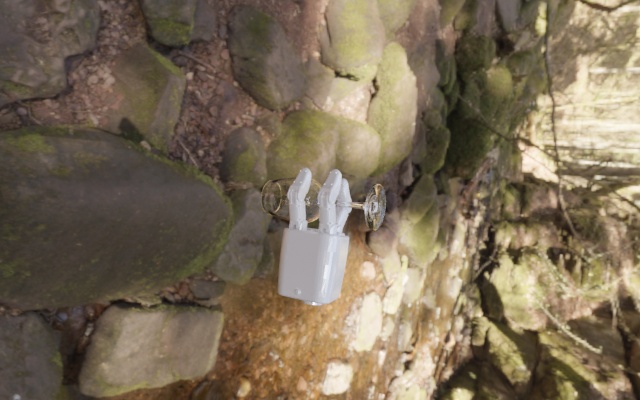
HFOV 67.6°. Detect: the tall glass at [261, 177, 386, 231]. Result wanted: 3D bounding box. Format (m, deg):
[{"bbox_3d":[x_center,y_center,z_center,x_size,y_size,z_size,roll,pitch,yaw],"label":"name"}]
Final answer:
[{"bbox_3d":[0.001,0.002,0.785,0.201,0.079,0.079,6,3,30],"label":"tall glass"}]
